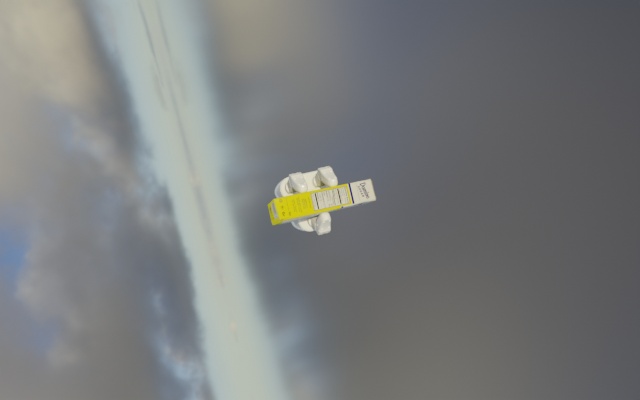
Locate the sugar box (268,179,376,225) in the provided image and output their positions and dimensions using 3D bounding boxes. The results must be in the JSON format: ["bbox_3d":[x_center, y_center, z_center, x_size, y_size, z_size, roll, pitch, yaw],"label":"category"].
[{"bbox_3d":[0.000,0.002,0.851,0.176,0.048,0.093,-15,-3,-14],"label":"sugar box"}]
